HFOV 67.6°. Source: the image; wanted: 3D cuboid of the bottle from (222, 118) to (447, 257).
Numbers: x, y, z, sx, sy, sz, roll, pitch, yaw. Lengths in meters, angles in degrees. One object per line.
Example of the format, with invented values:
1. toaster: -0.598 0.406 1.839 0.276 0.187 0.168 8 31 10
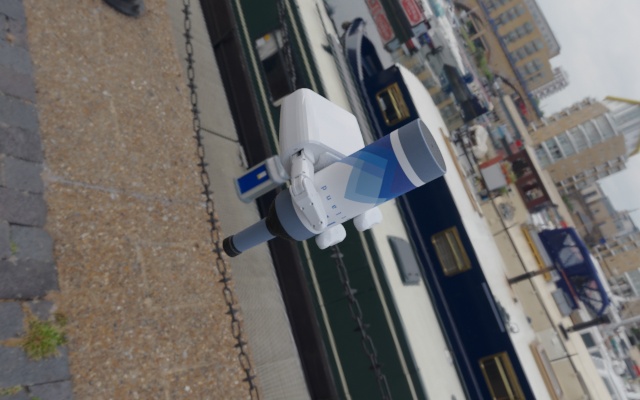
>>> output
1. bottle: 0.000 0.002 0.570 0.296 0.069 0.069 -27 -12 24
